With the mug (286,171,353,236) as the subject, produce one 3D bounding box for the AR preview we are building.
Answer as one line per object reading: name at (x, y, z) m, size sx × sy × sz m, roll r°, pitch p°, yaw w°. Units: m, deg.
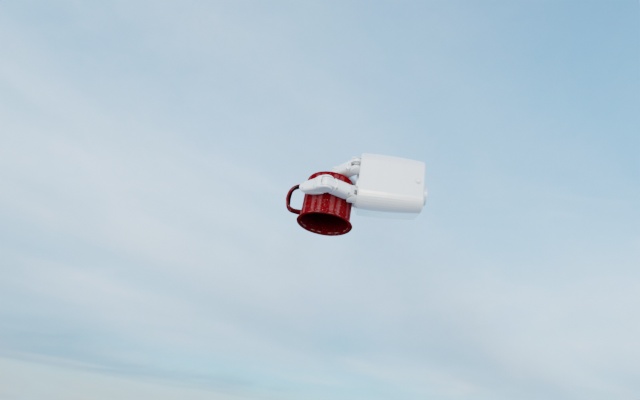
mug at (-0.001, 0.002, 0.804) m, size 0.117 × 0.081 × 0.093 m, roll 8°, pitch -27°, yaw 4°
